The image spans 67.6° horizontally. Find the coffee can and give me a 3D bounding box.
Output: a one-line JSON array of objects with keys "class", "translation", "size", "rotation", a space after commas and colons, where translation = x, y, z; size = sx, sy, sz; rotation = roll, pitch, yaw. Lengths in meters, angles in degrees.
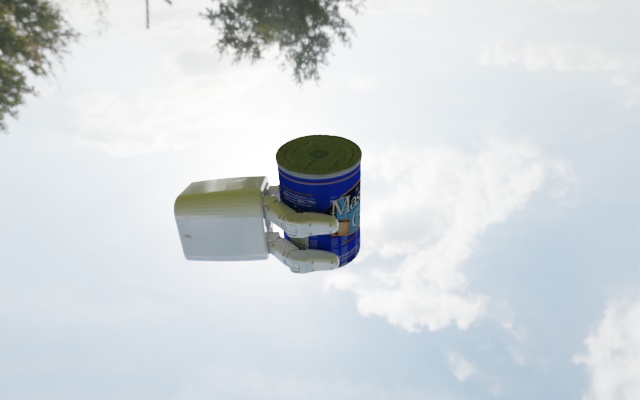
[{"class": "coffee can", "translation": [0.000, 0.002, 0.599], "size": [0.103, 0.140, 0.102], "rotation": [-2, 33, 1]}]
